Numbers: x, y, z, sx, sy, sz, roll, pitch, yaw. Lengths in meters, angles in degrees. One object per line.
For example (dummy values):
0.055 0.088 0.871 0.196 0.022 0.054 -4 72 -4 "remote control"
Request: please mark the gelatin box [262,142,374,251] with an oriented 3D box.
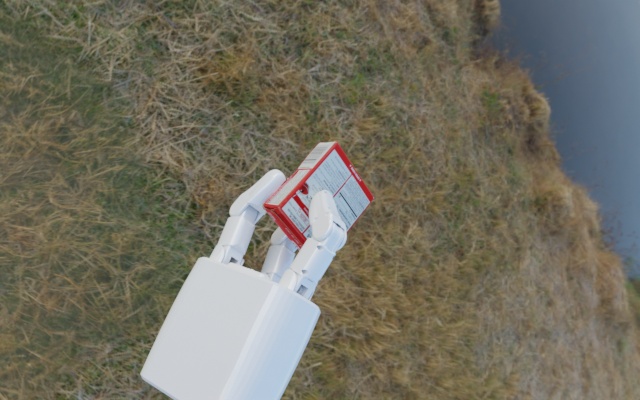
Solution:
0.001 0.001 0.441 0.030 0.089 0.073 7 -39 53 "gelatin box"
